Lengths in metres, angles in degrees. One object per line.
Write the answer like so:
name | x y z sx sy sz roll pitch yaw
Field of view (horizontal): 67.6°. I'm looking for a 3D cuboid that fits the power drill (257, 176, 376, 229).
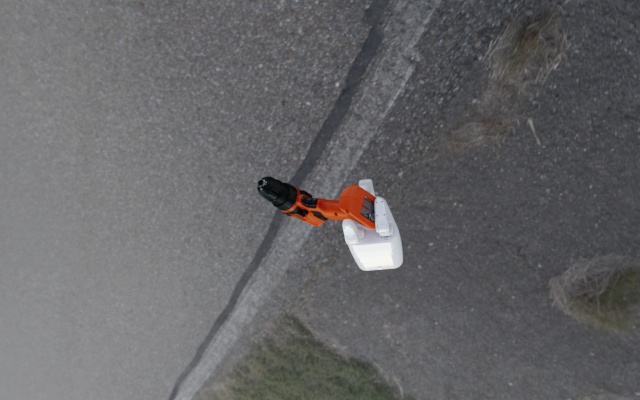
power drill | 0.001 0.003 0.865 0.187 0.057 0.184 4 -16 39
